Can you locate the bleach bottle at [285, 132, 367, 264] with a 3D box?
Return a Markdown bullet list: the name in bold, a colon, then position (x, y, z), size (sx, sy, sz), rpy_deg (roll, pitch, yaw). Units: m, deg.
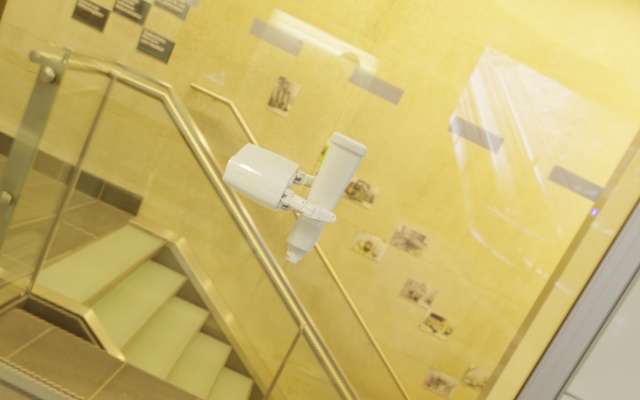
- **bleach bottle**: position (0.000, 0.003, 0.867), size (0.068, 0.251, 0.102), rpy_deg (26, 10, -1)
